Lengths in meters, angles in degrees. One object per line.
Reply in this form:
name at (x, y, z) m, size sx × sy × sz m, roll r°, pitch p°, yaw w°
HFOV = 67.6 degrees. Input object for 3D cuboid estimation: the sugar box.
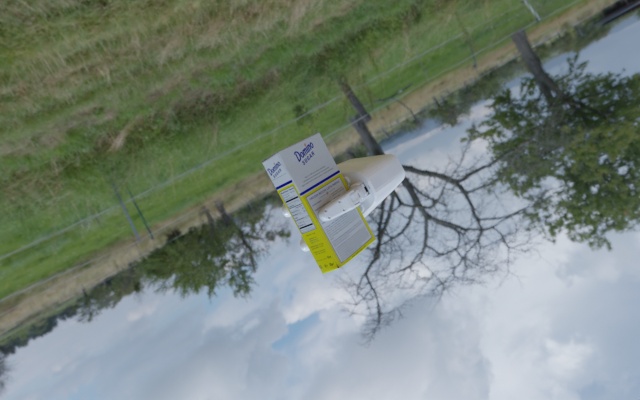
sugar box at (0.000, 0.002, 0.665) m, size 0.048 × 0.176 × 0.093 m, roll -27°, pitch 4°, yaw 45°
